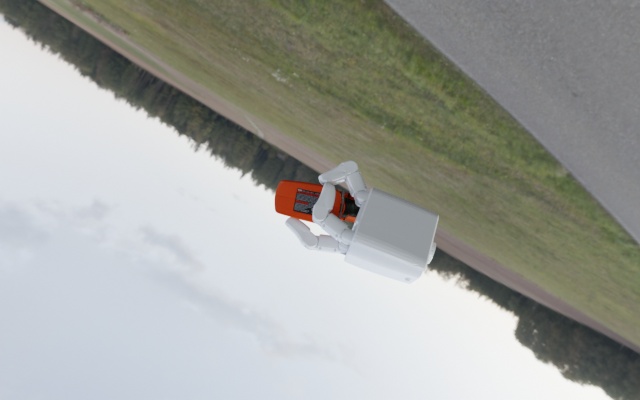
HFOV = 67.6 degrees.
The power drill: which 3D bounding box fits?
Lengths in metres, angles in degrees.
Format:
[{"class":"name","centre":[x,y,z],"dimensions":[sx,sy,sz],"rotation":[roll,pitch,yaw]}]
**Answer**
[{"class":"power drill","centre":[0.000,0.003,0.787],"dimensions":[0.184,0.057,0.187],"rotation":[9,2,23]}]
